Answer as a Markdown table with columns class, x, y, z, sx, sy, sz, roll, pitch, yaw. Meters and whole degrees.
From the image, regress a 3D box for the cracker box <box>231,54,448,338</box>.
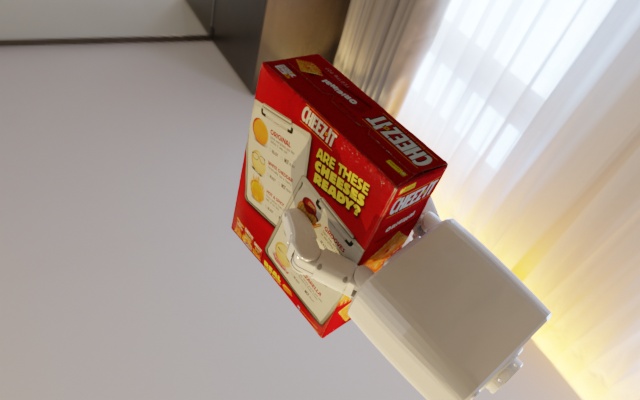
| class | x | y | z | sx | sy | sz | roll | pitch | yaw |
| --- | --- | --- | --- | --- | --- | --- | --- | --- | --- |
| cracker box | 0.000 | 0.002 | 0.445 | 0.072 | 0.214 | 0.164 | -24 | 58 | -36 |
